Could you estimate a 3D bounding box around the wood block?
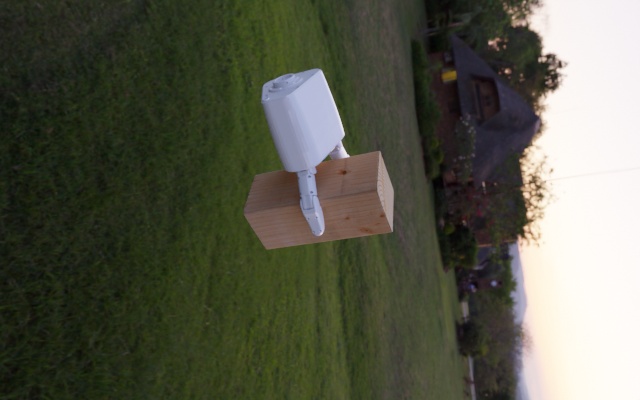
[{"bbox_3d":[0.000,0.002,0.732,0.206,0.090,0.090,-9,-48,19],"label":"wood block"}]
